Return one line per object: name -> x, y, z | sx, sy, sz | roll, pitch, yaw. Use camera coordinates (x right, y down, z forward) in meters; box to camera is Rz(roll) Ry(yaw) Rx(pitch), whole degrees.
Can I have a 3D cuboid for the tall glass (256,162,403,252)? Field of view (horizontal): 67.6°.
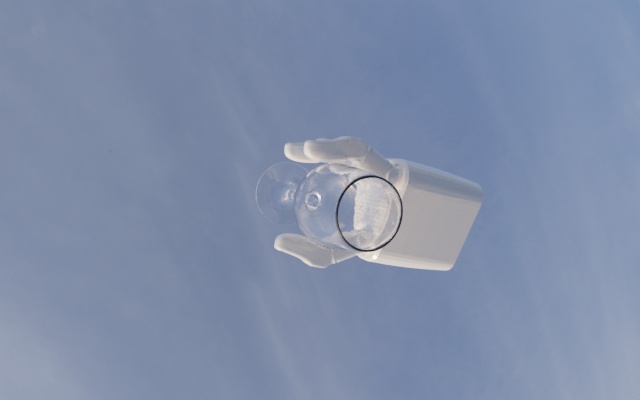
tall glass -> 0.000, 0.002, 0.469 | 0.079, 0.079, 0.201 | 0, 5, -23
